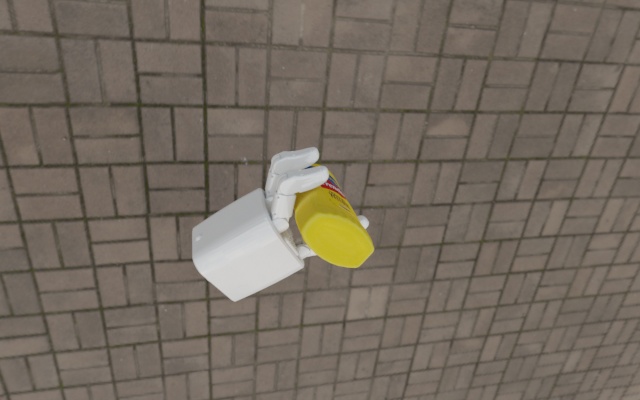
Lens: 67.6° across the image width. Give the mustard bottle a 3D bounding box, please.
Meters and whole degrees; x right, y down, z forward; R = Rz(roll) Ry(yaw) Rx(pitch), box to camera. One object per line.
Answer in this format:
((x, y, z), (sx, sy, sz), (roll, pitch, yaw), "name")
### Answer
((0.000, 0.002, 0.611), (0.096, 0.058, 0.191), (32, 16, -28), "mustard bottle")
